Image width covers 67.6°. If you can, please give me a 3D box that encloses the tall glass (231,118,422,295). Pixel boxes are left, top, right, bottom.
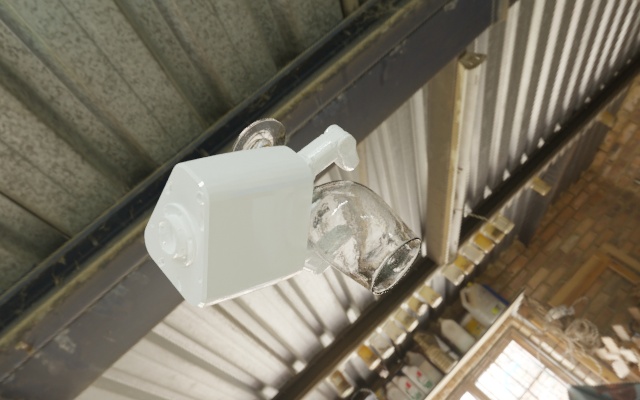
[{"bbox_3d":[0.000,0.001,0.458,0.201,0.079,0.079,40,22,29],"label":"tall glass"}]
